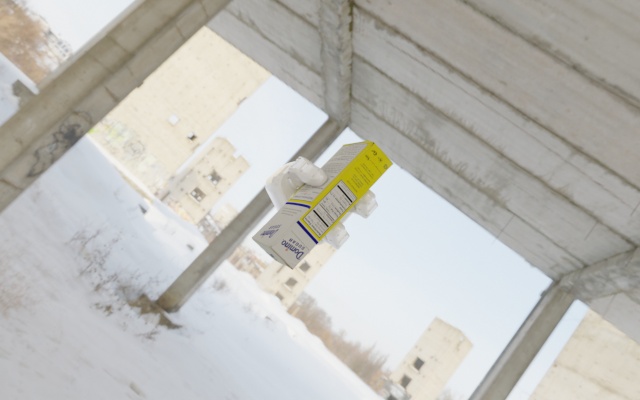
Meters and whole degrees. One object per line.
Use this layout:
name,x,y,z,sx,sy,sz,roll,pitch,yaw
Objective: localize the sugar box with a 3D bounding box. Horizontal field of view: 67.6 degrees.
sugar box,0.000,0.002,0.584,0.048,0.176,0.093,46,-13,-17
